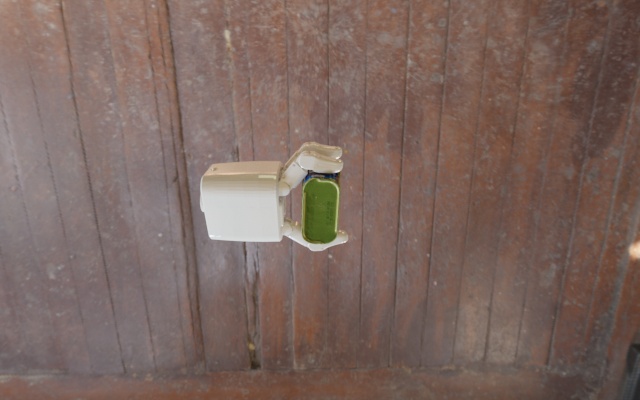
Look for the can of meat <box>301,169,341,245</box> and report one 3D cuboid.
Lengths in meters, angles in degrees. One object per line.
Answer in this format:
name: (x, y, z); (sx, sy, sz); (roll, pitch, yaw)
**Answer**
can of meat: (0.000, 0.002, 0.682); (0.057, 0.102, 0.084); (2, 20, 0)
